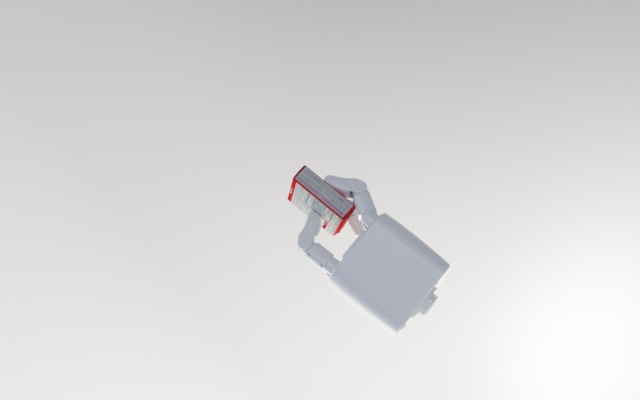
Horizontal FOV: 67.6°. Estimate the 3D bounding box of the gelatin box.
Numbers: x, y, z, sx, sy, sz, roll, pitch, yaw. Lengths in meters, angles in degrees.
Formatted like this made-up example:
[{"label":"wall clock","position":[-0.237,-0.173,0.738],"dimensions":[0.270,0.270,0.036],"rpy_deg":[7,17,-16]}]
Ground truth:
[{"label":"gelatin box","position":[0.000,0.002,0.644],"dimensions":[0.089,0.030,0.073],"rpy_deg":[38,-22,6]}]
